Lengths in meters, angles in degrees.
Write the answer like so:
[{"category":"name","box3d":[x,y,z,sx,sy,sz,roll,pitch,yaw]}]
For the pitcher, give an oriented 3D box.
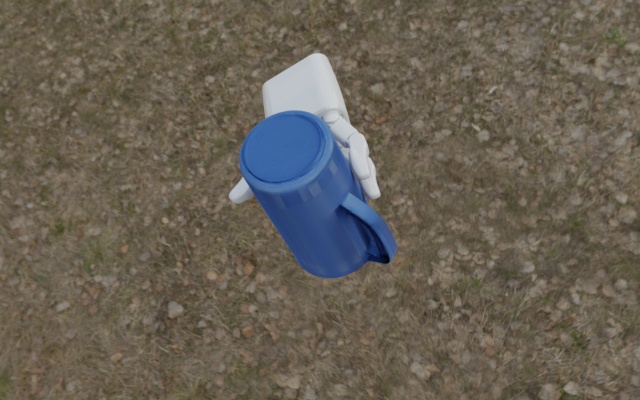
[{"category":"pitcher","box3d":[0.000,0.002,0.605,0.149,0.145,0.243,-18,-31,7]}]
